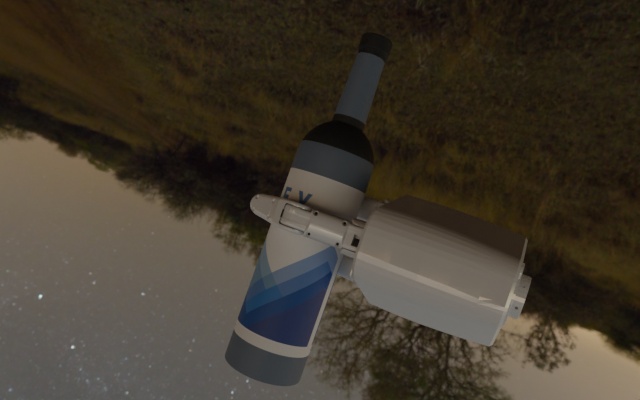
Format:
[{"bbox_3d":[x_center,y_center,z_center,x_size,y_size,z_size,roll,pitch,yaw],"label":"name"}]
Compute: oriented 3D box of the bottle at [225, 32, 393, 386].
[{"bbox_3d":[0.000,0.002,0.404,0.069,0.295,0.069,19,-2,1],"label":"bottle"}]
